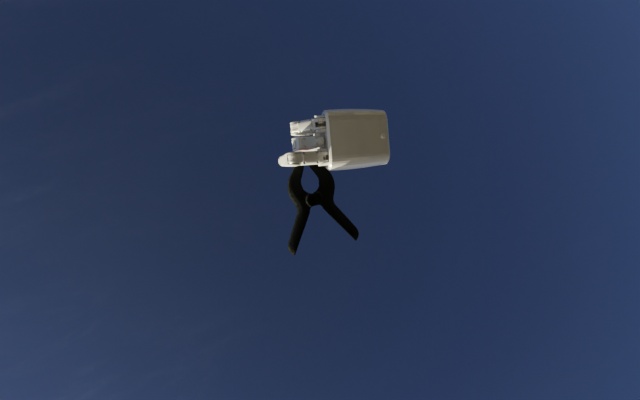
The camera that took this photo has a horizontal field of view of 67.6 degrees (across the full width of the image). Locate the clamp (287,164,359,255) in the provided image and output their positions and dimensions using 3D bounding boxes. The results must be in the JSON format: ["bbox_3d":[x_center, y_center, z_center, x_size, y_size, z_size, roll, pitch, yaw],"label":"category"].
[{"bbox_3d":[0.000,0.002,0.803,0.120,0.171,0.039,-5,5,-10],"label":"clamp"}]
